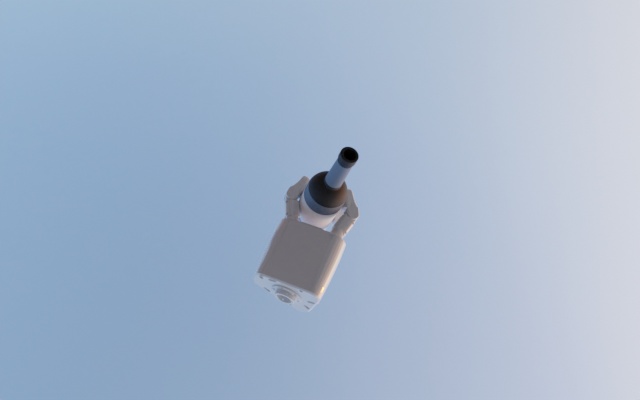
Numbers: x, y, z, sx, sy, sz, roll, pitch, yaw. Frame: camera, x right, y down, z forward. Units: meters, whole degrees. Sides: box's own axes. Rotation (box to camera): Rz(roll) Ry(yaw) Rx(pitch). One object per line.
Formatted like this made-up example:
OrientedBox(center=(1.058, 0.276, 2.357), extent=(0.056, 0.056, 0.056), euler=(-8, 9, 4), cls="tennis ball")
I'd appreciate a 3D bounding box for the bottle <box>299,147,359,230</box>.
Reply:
OrientedBox(center=(0.000, 0.003, 0.791), extent=(0.069, 0.069, 0.296), euler=(0, -27, -18), cls="bottle")
